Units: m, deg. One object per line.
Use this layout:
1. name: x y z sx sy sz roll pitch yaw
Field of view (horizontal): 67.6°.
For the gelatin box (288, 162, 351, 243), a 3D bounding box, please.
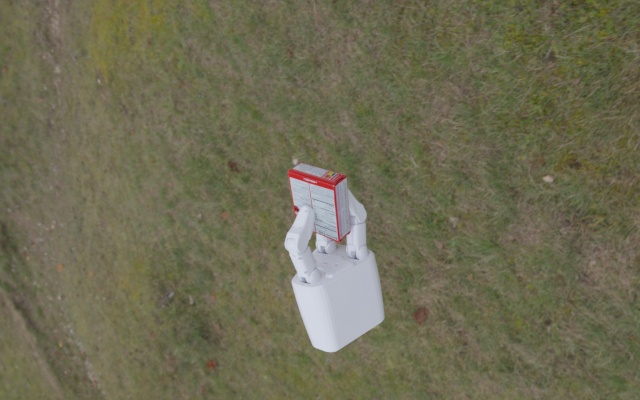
1. gelatin box: 0.000 0.002 0.608 0.073 0.089 0.030 19 42 34
